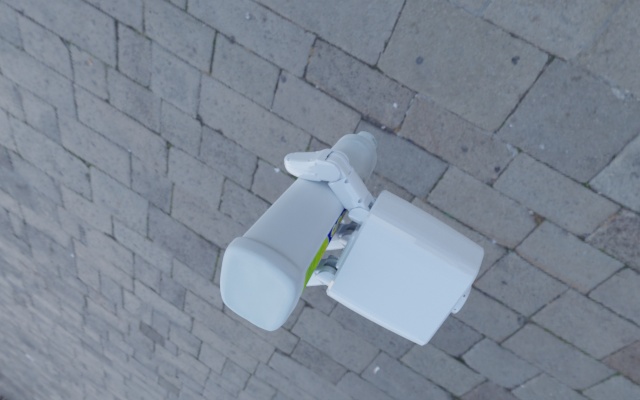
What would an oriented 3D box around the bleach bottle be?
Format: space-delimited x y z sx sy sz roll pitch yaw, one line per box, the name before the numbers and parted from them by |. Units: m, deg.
bleach bottle | 0.000 0.002 0.470 0.068 0.103 0.250 29 48 8
